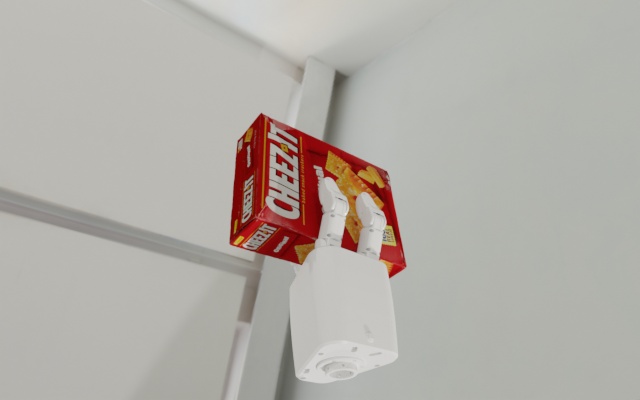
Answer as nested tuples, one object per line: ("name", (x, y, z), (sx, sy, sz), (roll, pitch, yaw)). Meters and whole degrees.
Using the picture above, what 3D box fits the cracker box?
("cracker box", (0.000, 0.002, 0.605), (0.214, 0.164, 0.072), (21, -44, -29))
